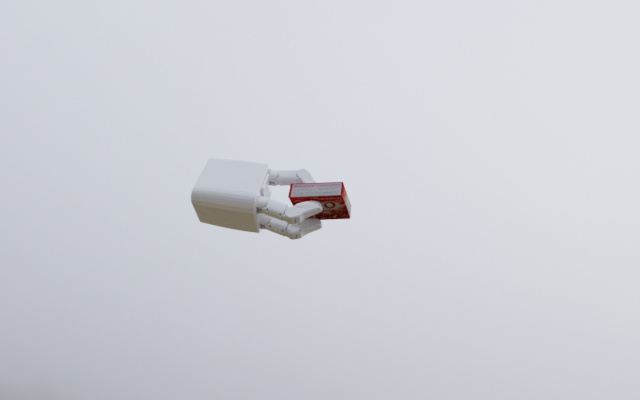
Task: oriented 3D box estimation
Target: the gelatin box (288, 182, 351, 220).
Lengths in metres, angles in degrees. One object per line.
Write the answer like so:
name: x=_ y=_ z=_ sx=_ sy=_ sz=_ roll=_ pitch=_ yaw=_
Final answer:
gelatin box: x=0.001 y=0.002 z=0.772 sx=0.089 sy=0.030 sz=0.073 roll=-2 pitch=-33 yaw=14
